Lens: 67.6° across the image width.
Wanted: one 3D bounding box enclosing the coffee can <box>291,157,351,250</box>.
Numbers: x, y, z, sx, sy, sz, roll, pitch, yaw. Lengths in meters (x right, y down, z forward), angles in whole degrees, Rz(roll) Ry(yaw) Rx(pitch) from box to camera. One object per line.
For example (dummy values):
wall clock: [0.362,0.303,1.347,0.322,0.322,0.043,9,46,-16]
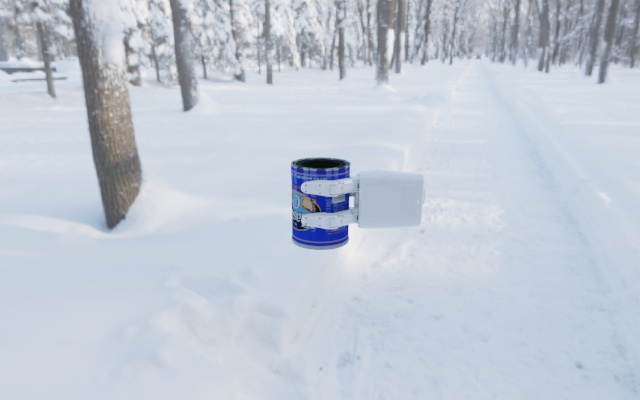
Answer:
coffee can: [0.000,0.003,0.831,0.103,0.140,0.102,0,16,0]
